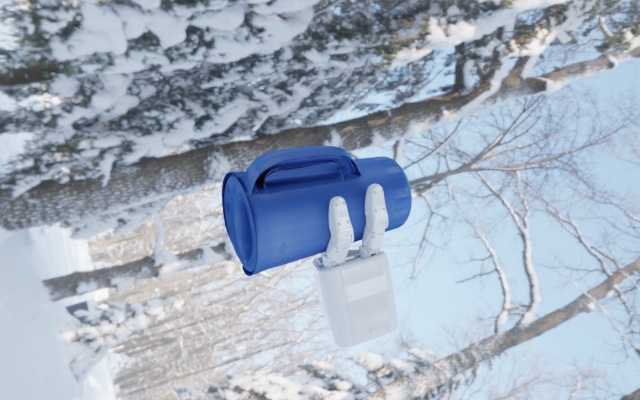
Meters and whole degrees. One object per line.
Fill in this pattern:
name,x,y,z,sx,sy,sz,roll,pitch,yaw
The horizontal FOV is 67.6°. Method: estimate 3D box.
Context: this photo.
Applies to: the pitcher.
pitcher,0.000,0.002,0.637,0.243,0.145,0.149,-12,3,-25
